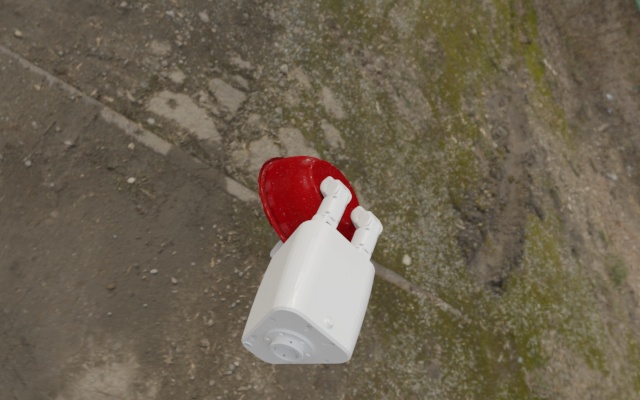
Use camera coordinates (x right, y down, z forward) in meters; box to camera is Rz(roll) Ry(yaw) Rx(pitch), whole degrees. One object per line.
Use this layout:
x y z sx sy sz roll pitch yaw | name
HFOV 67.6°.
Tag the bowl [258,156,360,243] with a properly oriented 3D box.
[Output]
0.000 0.001 0.593 0.055 0.162 0.162 -34 -18 28 | bowl
